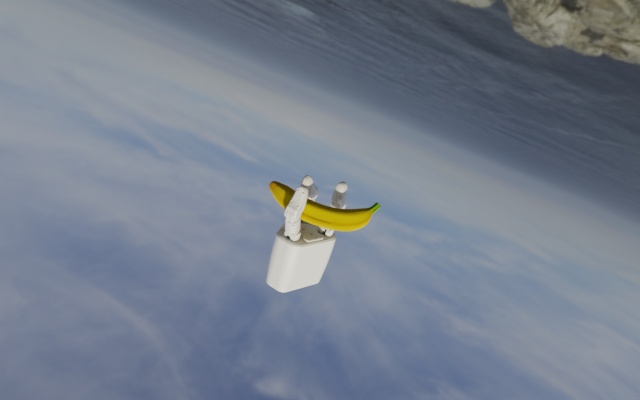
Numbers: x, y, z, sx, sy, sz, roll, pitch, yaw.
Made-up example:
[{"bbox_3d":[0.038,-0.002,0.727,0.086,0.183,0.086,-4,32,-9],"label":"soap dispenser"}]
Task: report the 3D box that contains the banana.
[{"bbox_3d":[0.000,0.014,0.813,0.198,0.037,0.069,14,38,4],"label":"banana"}]
